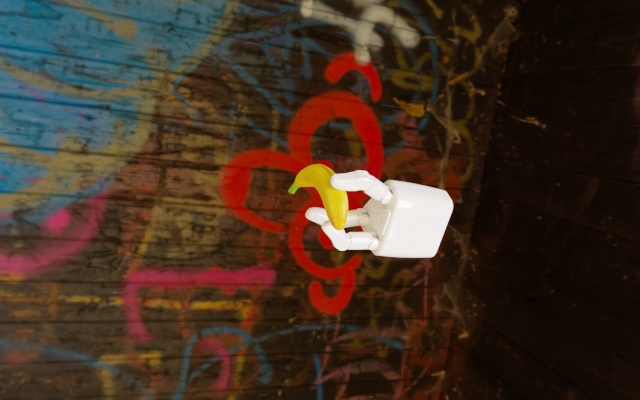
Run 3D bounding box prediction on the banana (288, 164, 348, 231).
[{"bbox_3d":[0.004,-0.016,0.733,0.037,0.069,0.197,10,12,-25],"label":"banana"}]
